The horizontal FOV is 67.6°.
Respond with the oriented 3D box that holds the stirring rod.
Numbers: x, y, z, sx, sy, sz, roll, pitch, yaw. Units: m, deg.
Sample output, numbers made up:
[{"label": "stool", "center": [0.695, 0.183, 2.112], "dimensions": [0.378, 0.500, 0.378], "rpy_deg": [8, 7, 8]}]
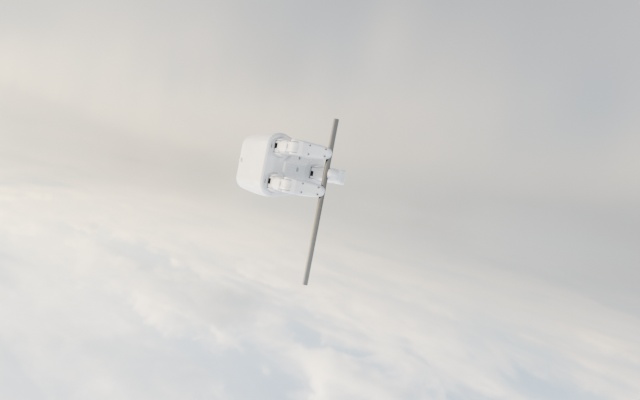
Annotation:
[{"label": "stirring rod", "center": [0.000, 0.002, 0.681], "dimensions": [0.011, 0.239, 0.011], "rpy_deg": [11, 1, 0]}]
